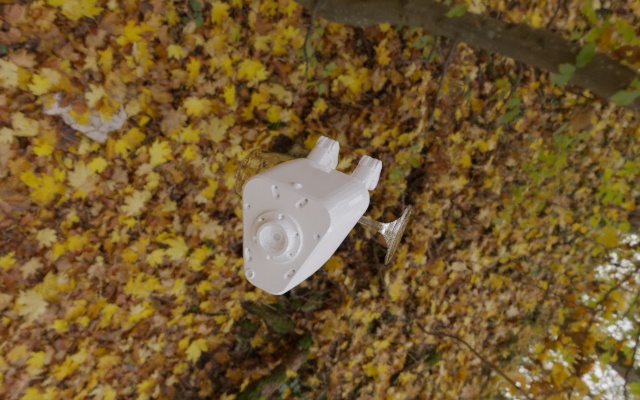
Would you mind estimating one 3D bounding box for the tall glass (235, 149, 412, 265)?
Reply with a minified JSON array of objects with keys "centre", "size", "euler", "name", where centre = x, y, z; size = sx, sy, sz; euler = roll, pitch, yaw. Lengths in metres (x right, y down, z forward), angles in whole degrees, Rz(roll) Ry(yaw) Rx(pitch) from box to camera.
[{"centre":[0.001,0.002,0.564],"size":[0.201,0.079,0.079],"euler":[23,6,15],"name":"tall glass"}]
